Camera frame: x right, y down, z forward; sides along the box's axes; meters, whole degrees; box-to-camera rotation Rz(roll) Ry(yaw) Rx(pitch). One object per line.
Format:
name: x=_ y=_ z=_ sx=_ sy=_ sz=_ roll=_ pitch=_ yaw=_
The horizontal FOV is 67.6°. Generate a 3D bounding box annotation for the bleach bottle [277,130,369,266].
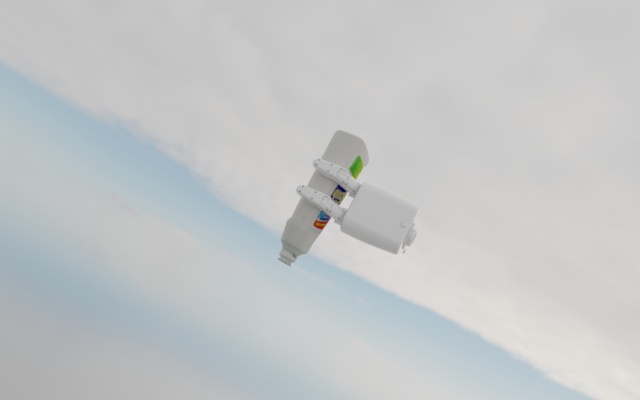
bleach bottle: x=0.000 y=0.003 z=0.846 sx=0.068 sy=0.250 sz=0.103 roll=24 pitch=-16 yaw=19
